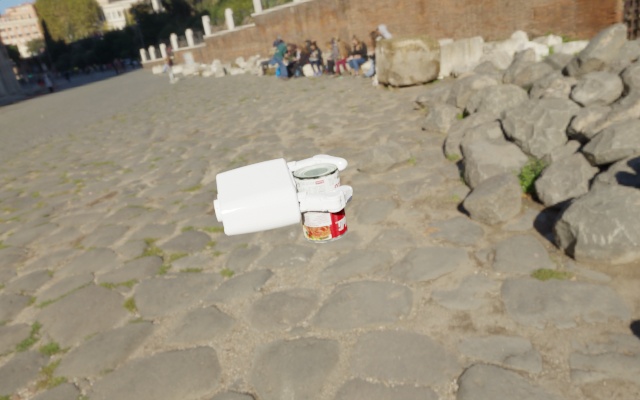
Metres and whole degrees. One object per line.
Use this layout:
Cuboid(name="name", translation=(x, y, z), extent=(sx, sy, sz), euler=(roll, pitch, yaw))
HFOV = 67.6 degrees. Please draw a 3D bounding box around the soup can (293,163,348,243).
Cuboid(name="soup can", translation=(0.001, 0.002, 0.709), extent=(0.068, 0.102, 0.068), euler=(-9, 20, 3))
